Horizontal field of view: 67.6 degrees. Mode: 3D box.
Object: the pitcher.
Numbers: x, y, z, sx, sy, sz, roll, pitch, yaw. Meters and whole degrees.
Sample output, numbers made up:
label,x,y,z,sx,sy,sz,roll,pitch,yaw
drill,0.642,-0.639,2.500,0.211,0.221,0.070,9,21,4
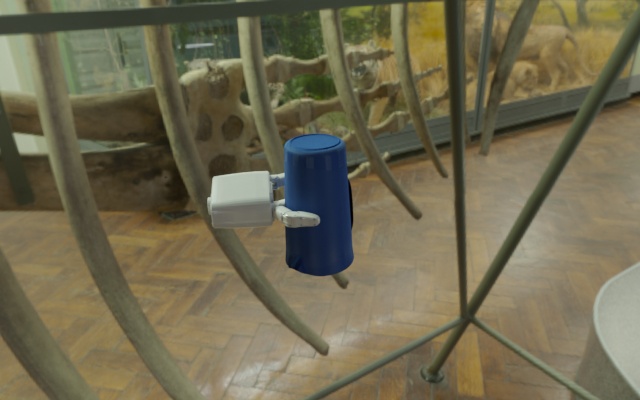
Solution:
label,x,y,z,sx,sy,sz,roll,pitch,yaw
pitcher,0.000,0.003,0.885,0.145,0.243,0.149,-4,25,-5
